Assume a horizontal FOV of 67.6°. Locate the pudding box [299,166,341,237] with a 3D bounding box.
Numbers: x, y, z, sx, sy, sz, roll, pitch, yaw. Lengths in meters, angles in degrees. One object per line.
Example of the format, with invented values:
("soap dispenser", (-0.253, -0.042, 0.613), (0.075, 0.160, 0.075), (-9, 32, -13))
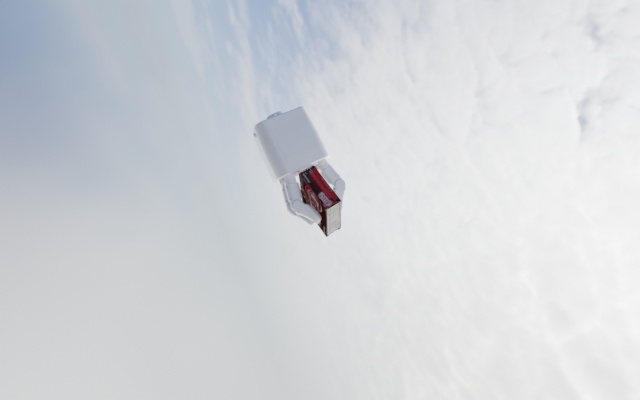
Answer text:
("pudding box", (0.000, 0.003, 0.875), (0.039, 0.090, 0.114), (-30, -26, -12))
